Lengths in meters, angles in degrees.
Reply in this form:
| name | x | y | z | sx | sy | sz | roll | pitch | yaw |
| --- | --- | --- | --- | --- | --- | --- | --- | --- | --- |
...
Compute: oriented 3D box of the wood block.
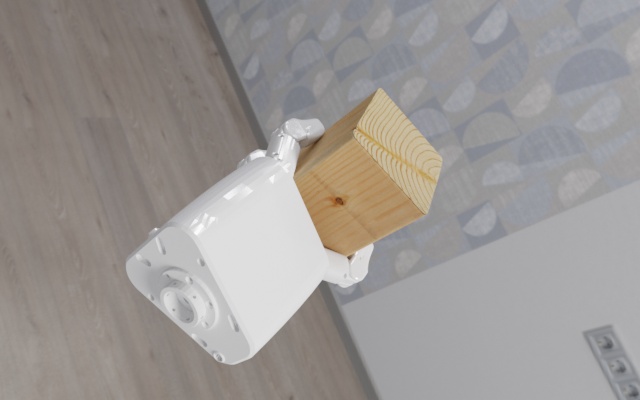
| name | x | y | z | sx | sy | sz | roll | pitch | yaw |
| --- | --- | --- | --- | --- | --- | --- | --- | --- | --- |
| wood block | 0.000 | 0.002 | 0.454 | 0.206 | 0.091 | 0.090 | -33 | 18 | 39 |
